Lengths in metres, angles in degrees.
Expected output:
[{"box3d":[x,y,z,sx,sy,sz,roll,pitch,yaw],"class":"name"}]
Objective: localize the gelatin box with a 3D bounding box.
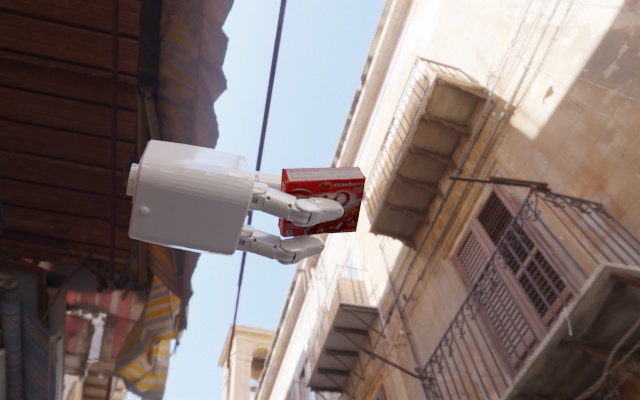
[{"box3d":[0.000,0.001,0.522,0.089,0.073,0.030,-3,35,-14],"class":"gelatin box"}]
